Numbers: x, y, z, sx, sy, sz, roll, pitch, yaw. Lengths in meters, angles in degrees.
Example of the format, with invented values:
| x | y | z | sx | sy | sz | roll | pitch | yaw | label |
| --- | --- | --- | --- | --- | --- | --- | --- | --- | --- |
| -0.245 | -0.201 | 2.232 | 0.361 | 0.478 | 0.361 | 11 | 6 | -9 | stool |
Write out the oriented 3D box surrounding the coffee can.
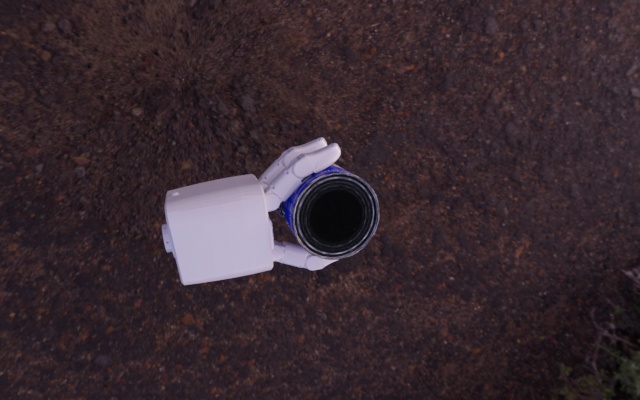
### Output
| x | y | z | sx | sy | sz | roll | pitch | yaw | label |
| --- | --- | --- | --- | --- | --- | --- | --- | --- | --- |
| 0.000 | 0.002 | 0.597 | 0.103 | 0.103 | 0.140 | 0 | 14 | -16 | coffee can |
